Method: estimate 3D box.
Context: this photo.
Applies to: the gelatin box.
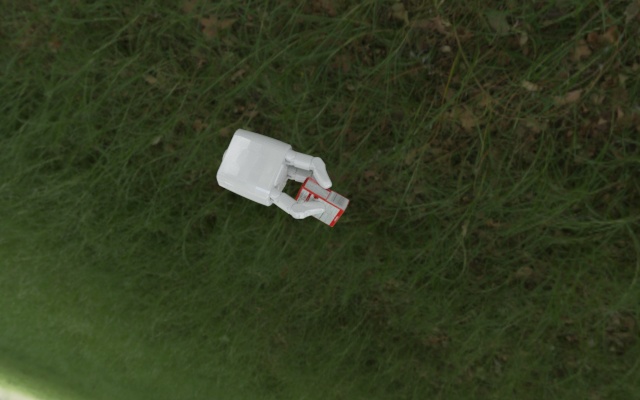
[{"bbox_3d":[0.000,0.003,0.879,0.089,0.030,0.073,30,-32,-1],"label":"gelatin box"}]
